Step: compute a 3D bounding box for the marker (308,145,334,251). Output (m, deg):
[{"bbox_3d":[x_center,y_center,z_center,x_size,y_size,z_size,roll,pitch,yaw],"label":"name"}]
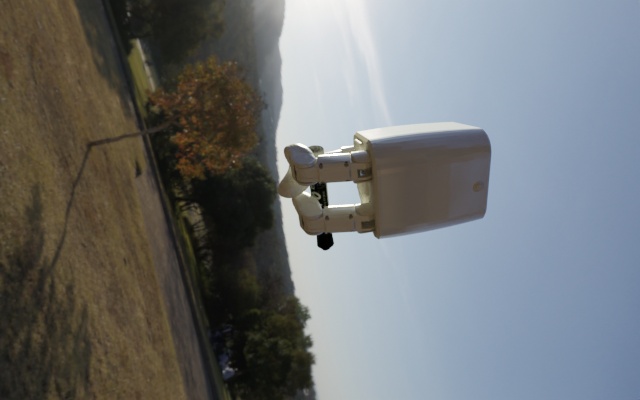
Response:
[{"bbox_3d":[0.000,0.002,0.490,0.020,0.121,0.020,-5,32,3],"label":"marker"}]
